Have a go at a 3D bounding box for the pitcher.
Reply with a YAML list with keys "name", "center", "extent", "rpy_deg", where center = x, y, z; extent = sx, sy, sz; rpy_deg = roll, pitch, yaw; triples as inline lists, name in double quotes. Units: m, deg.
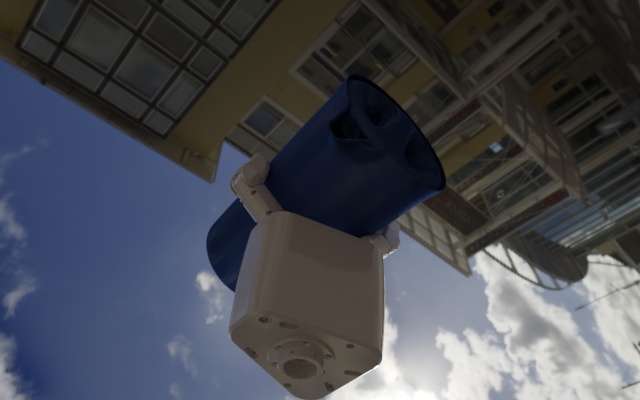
- name: "pitcher"
  center: [0.000, 0.002, 0.493]
  extent: [0.149, 0.145, 0.243]
  rpy_deg: [38, -59, -21]
